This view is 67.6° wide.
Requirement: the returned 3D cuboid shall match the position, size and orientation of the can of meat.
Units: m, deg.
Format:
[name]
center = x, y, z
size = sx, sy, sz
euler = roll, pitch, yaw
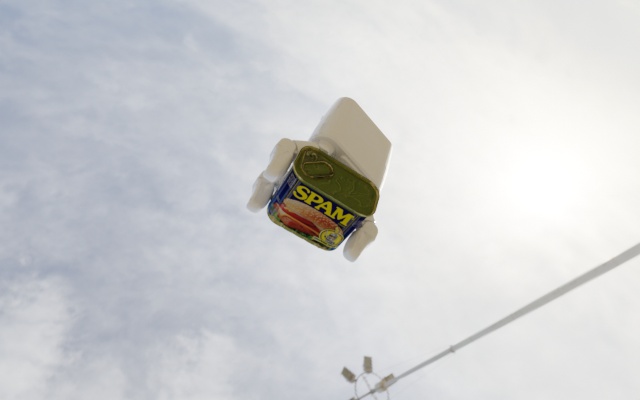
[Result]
[can of meat]
center = 0.000, 0.002, 0.535
size = 0.102, 0.057, 0.084
euler = 31, -47, -9
